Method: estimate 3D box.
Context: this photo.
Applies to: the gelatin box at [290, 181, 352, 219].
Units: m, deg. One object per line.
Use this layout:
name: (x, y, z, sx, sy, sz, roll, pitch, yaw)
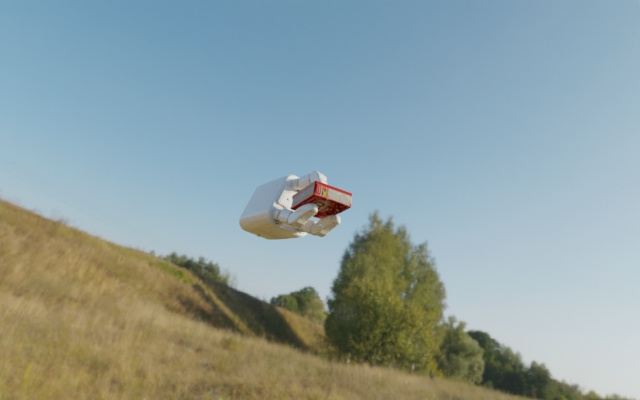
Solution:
gelatin box: (0.000, 0.002, 0.821, 0.073, 0.030, 0.089, 19, -26, -25)
